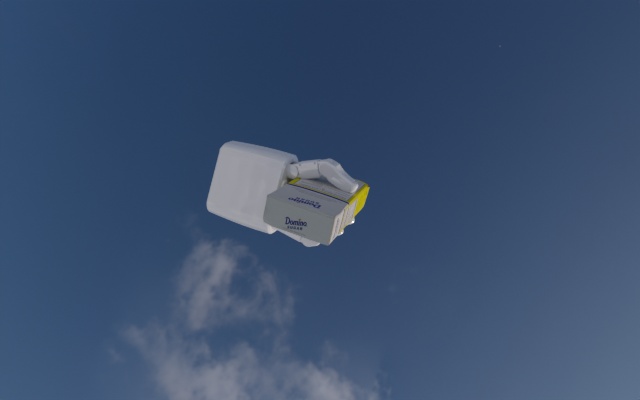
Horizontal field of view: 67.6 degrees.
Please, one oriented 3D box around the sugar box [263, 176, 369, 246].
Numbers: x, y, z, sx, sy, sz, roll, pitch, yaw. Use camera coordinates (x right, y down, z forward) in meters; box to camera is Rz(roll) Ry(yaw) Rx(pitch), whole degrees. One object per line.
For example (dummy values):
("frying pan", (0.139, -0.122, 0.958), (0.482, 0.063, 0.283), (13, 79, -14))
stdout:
("sugar box", (0.000, 0.003, 0.656), (0.093, 0.048, 0.176), (18, 22, 15))
